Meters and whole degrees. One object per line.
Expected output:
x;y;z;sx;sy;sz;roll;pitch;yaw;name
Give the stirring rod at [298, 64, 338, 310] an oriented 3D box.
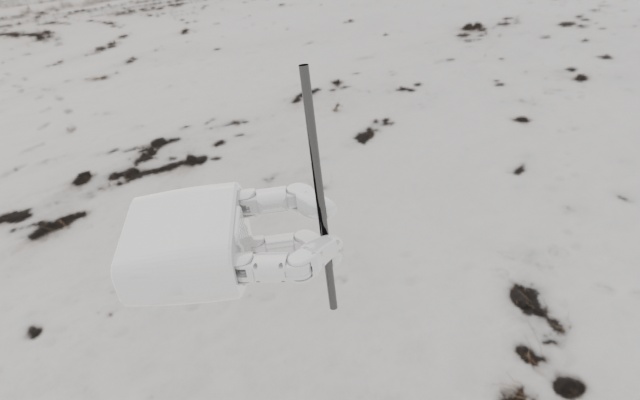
0.000;0.002;0.424;0.011;0.240;0.011;-6;28;3;stirring rod
